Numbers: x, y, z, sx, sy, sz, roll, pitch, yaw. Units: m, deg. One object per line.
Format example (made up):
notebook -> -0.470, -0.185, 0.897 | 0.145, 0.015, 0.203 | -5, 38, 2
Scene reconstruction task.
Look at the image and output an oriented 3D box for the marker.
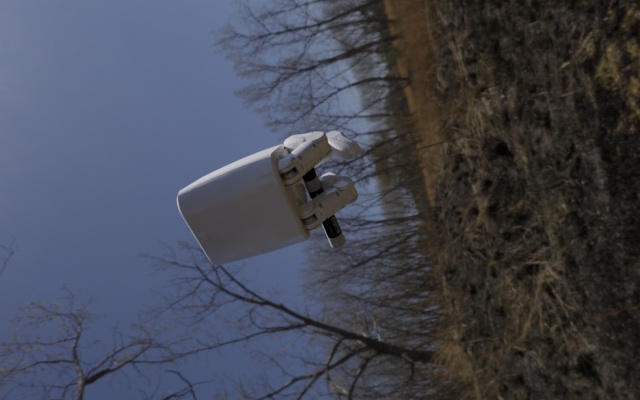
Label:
marker -> 0.000, 0.002, 0.536 | 0.020, 0.121, 0.020 | -18, 28, 10
